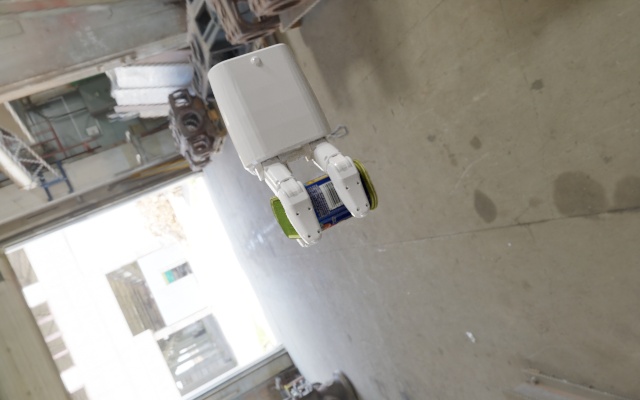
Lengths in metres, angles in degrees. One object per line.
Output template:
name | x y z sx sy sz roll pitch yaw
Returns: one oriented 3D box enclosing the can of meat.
can of meat | 0.000 0.002 0.515 0.084 0.057 0.102 -24 3 -19
